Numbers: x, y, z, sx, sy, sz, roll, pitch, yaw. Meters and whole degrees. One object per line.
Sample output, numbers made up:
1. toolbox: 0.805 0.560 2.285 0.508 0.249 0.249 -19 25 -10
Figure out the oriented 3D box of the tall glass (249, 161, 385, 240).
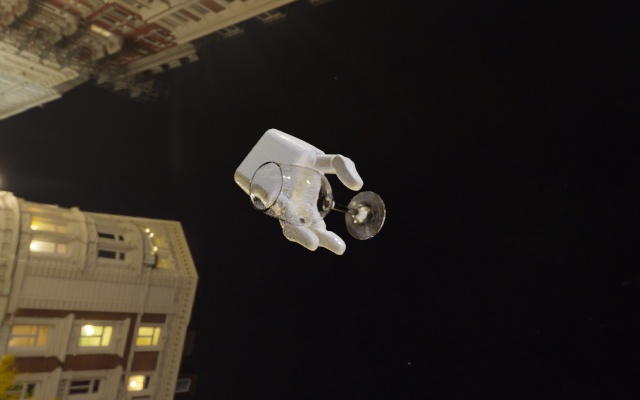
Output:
1. tall glass: 0.001 0.002 0.648 0.079 0.079 0.201 0 -12 43
